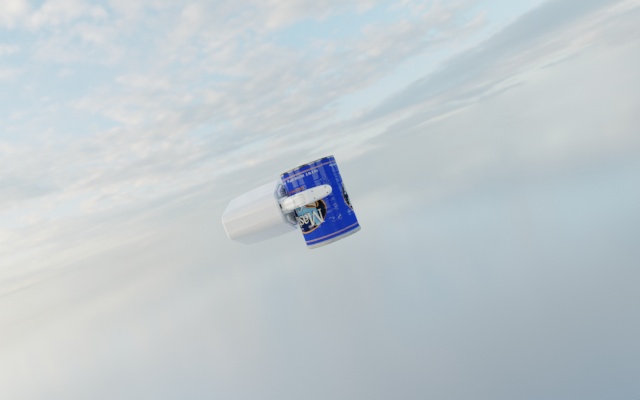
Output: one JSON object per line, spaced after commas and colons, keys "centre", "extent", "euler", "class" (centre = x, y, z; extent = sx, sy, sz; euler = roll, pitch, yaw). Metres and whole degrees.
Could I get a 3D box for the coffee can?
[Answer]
{"centre": [0.000, 0.003, 0.849], "extent": [0.103, 0.140, 0.103], "euler": [-21, 1, 0], "class": "coffee can"}
